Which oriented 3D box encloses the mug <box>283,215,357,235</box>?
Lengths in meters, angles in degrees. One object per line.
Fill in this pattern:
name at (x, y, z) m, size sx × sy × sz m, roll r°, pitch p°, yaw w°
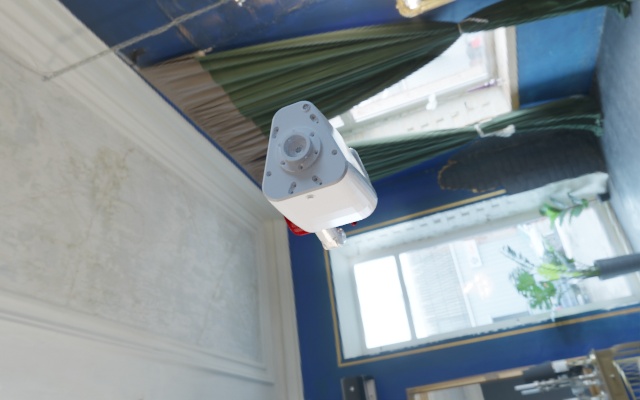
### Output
mug at (0.000, 0.003, 0.644) m, size 0.081 × 0.093 × 0.117 m, roll -16°, pitch -24°, yaw 14°
